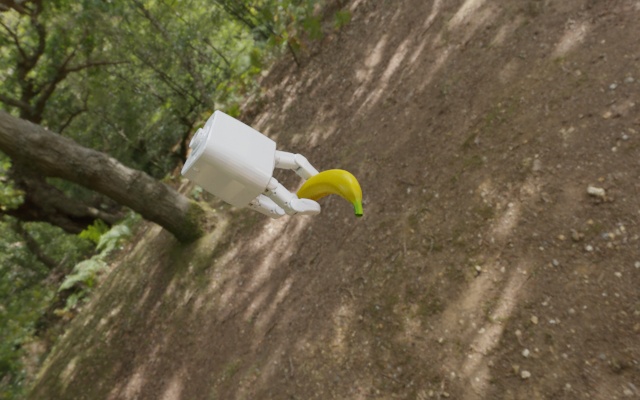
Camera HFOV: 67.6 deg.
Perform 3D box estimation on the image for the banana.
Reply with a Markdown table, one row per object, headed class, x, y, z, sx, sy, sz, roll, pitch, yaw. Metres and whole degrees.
| class | x | y | z | sx | sy | sz | roll | pitch | yaw |
| --- | --- | --- | --- | --- | --- | --- | --- | --- | --- |
| banana | 0.008 | -0.015 | 0.751 | 0.037 | 0.069 | 0.198 | 25 | -11 | -28 |
